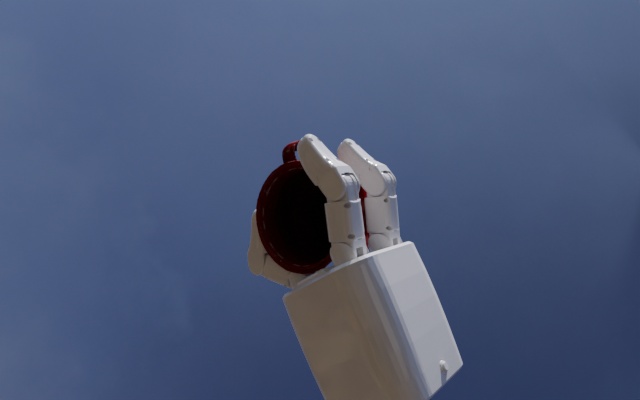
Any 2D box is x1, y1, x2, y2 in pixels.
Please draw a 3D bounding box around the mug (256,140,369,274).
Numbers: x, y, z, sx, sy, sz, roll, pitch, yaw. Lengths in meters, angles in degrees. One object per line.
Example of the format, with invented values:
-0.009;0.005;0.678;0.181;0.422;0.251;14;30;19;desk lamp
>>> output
0.000;0.000;0.424;0.093;0.117;0.081;-30;-14;33;mug
